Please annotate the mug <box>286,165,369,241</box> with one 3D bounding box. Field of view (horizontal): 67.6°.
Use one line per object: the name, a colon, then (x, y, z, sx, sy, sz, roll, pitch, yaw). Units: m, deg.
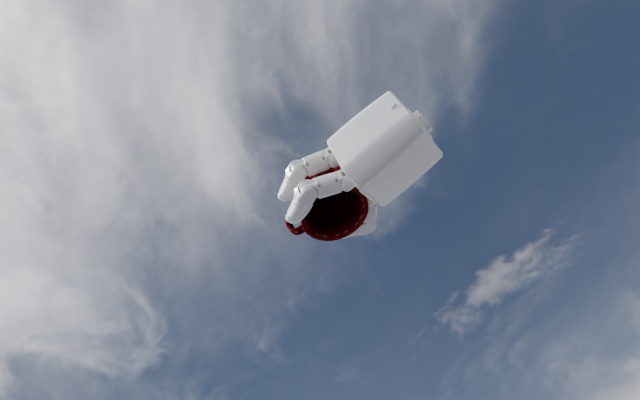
mug: (-0.001, 0.003, 0.661, 0.093, 0.117, 0.081, 42, 16, -37)
